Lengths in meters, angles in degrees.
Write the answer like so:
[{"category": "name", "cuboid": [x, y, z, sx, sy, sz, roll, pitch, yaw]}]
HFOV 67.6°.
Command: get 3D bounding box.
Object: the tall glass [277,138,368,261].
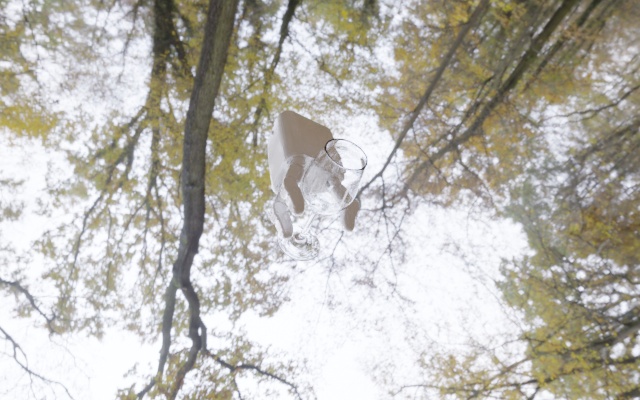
[{"category": "tall glass", "cuboid": [0.000, 0.003, 0.702, 0.079, 0.079, 0.201, 0, -40, -27]}]
